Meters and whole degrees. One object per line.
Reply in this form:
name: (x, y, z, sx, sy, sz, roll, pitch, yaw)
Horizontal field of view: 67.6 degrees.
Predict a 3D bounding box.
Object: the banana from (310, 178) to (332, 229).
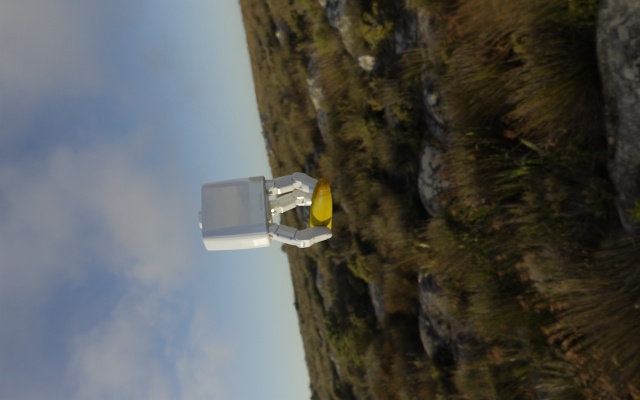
banana: (0.000, 0.022, 0.804, 0.037, 0.069, 0.198, -1, -14, 0)
